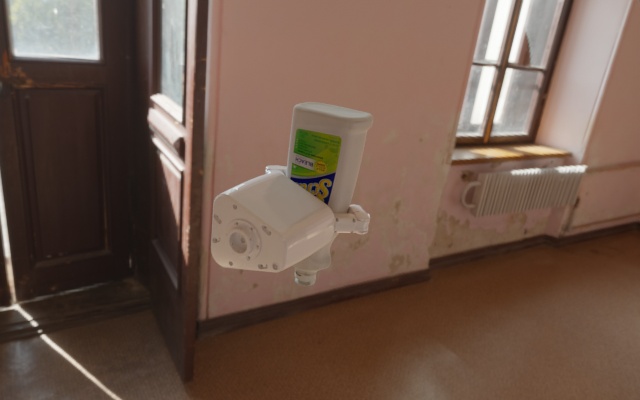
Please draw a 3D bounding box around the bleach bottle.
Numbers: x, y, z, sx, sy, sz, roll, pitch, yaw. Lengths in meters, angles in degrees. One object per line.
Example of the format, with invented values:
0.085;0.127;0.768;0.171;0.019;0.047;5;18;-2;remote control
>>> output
0.000;0.002;0.641;0.102;0.251;0.068;17;23;25;bleach bottle
